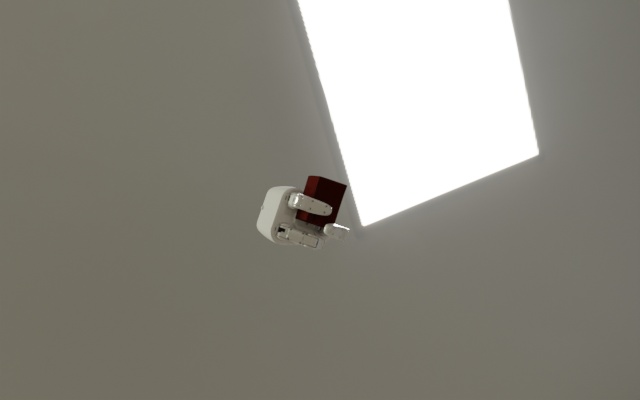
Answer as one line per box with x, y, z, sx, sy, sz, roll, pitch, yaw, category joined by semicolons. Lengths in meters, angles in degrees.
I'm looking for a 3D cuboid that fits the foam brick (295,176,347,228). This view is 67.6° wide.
0.000;0.002;0.784;0.053;0.078;0.051;20;-3;-23;foam brick
